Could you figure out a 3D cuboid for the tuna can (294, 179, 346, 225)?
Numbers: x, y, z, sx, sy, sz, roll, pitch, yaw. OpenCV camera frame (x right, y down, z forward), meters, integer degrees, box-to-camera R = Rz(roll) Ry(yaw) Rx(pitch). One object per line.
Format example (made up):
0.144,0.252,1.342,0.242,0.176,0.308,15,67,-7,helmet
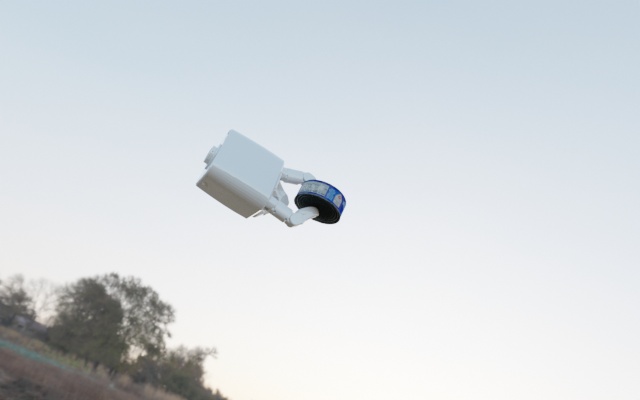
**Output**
0.000,0.002,0.815,0.086,0.033,0.086,20,-30,12,tuna can
